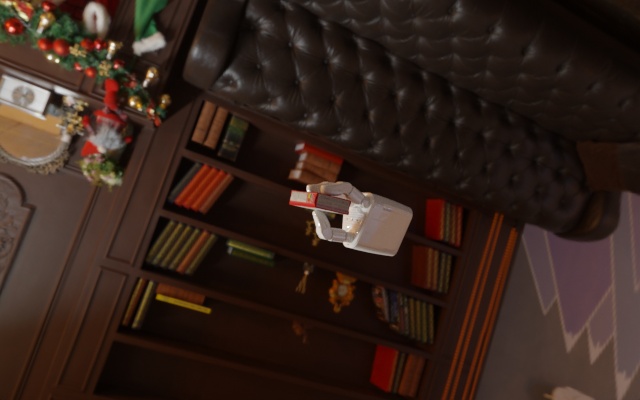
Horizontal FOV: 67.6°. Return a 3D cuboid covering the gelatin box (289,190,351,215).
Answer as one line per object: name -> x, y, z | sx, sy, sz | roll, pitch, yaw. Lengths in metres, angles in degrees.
gelatin box -> 0.000, 0.003, 0.878 | 0.089, 0.030, 0.073 | 12, -3, -42
